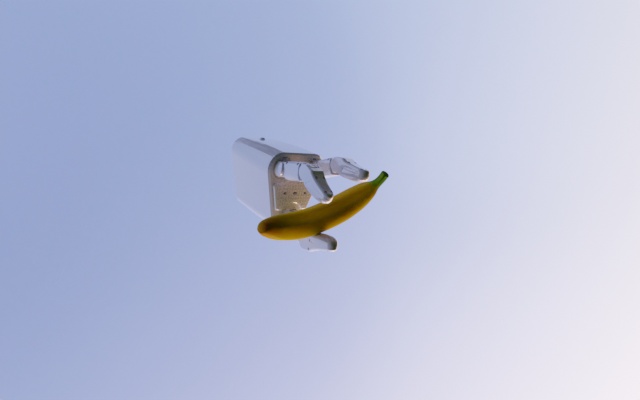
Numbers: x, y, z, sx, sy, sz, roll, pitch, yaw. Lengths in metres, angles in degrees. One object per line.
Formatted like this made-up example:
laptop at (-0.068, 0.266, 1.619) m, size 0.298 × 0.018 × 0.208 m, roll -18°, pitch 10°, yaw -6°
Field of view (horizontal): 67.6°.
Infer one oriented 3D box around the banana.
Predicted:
banana at (0.001, 0.014, 0.622) m, size 0.198 × 0.070 × 0.037 m, roll -25°, pitch 55°, yaw -28°
